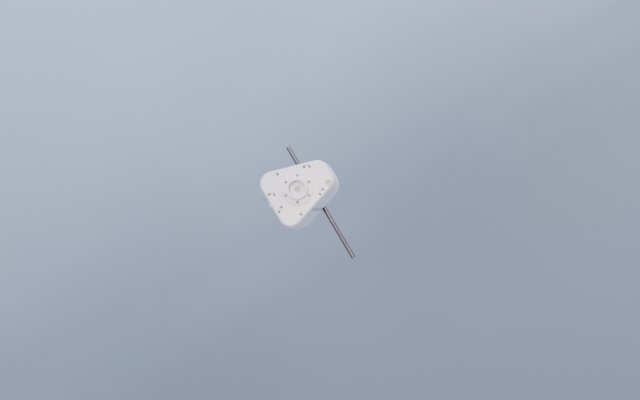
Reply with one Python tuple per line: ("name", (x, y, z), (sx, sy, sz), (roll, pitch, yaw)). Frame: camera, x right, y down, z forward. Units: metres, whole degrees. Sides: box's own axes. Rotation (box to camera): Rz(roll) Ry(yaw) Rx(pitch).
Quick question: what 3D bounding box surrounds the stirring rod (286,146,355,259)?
("stirring rod", (0.000, 0.003, 0.891), (0.011, 0.239, 0.011), (-31, -4, -2))
